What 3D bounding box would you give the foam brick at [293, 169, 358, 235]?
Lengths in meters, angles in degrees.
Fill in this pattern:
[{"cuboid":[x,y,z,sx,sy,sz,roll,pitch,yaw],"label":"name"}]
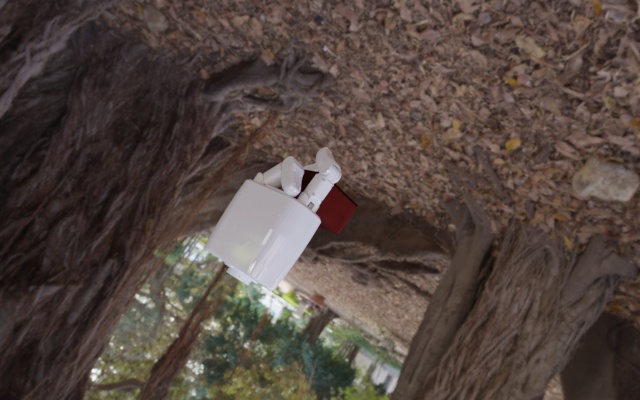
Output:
[{"cuboid":[0.000,0.002,0.645,0.078,0.051,0.053,42,-17,-35],"label":"foam brick"}]
